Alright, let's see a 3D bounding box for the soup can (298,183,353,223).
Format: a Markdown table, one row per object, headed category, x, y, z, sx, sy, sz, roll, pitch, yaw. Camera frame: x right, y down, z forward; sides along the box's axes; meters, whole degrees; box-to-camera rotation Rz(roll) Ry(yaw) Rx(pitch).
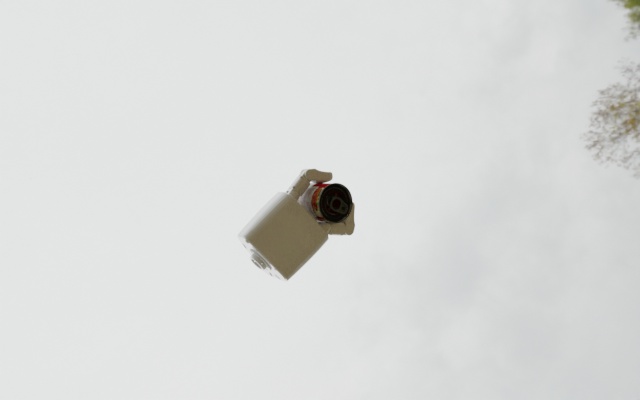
| category | x | y | z | sx | sy | sz | roll | pitch | yaw |
| --- | --- | --- | --- | --- | --- | --- | --- | --- | --- |
| soup can | 0.000 | 0.002 | 0.839 | 0.068 | 0.068 | 0.102 | 0 | 2 | -31 |
